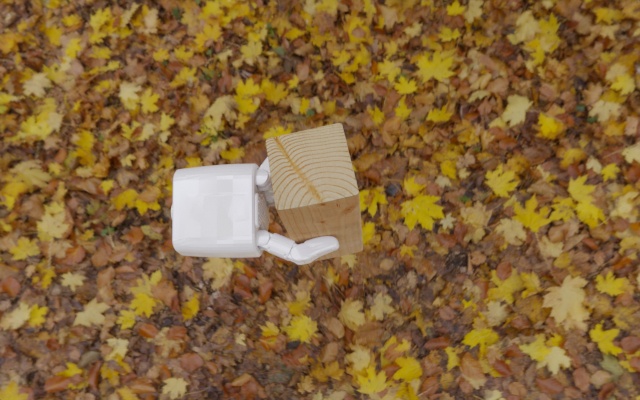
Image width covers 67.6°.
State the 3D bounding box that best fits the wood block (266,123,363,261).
[{"bbox_3d":[0.000,0.002,0.603,0.090,0.090,0.206,-12,-23,2],"label":"wood block"}]
